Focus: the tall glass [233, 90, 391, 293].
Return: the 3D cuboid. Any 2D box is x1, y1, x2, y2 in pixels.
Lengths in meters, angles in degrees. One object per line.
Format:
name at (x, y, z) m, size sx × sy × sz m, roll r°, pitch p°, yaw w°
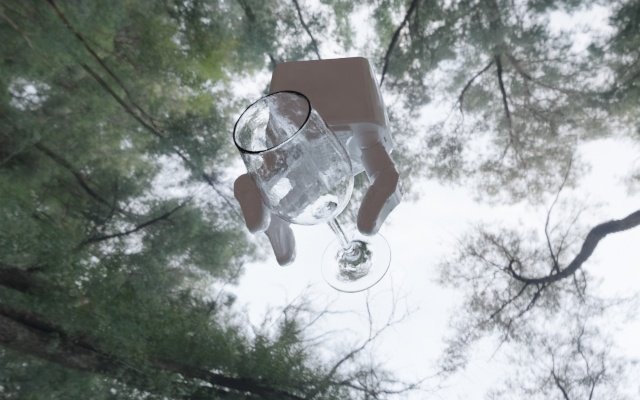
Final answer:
tall glass at (0.000, 0.002, 0.410) m, size 0.079 × 0.079 × 0.201 m, roll 0°, pitch -36°, yaw 26°
